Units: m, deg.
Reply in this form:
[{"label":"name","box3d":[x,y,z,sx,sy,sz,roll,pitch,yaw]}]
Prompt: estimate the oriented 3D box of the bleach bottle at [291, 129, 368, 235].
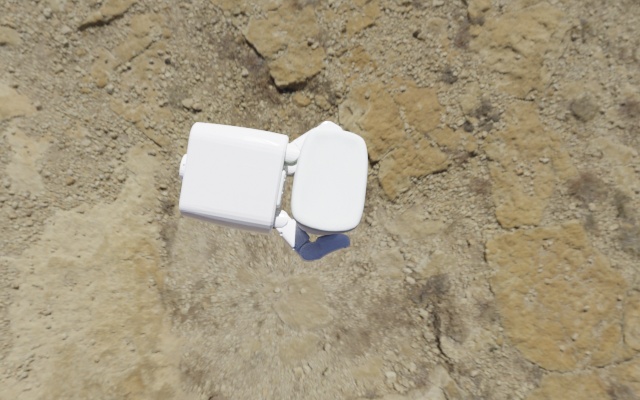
[{"label":"bleach bottle","box3d":[0.000,0.002,0.559,0.068,0.102,0.251,9,-12,-3]}]
